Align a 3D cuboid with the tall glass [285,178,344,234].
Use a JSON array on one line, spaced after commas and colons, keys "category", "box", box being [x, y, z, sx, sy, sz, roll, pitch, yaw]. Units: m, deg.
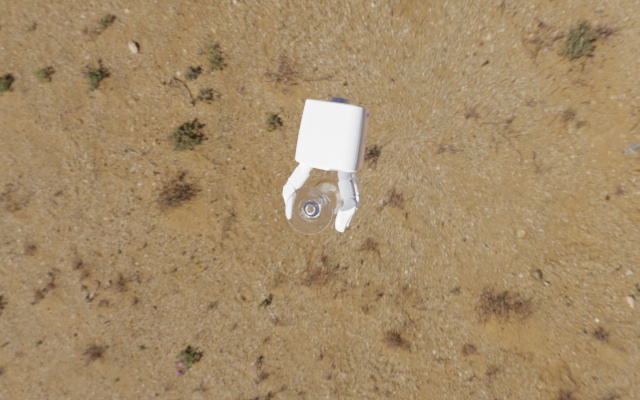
[{"category": "tall glass", "box": [0.000, 0.003, 0.826, 0.079, 0.079, 0.201, 0, 7, 10]}]
